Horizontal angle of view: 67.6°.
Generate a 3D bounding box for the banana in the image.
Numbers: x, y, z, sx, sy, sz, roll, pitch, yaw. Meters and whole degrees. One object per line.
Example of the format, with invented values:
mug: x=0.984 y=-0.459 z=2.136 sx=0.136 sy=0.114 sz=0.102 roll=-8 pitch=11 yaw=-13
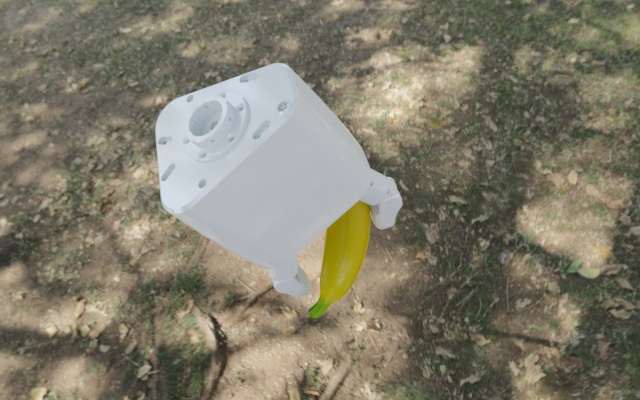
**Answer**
banana: x=0.014 y=0.001 z=0.426 sx=0.069 sy=0.197 sz=0.037 roll=-15 pitch=-28 yaw=38
